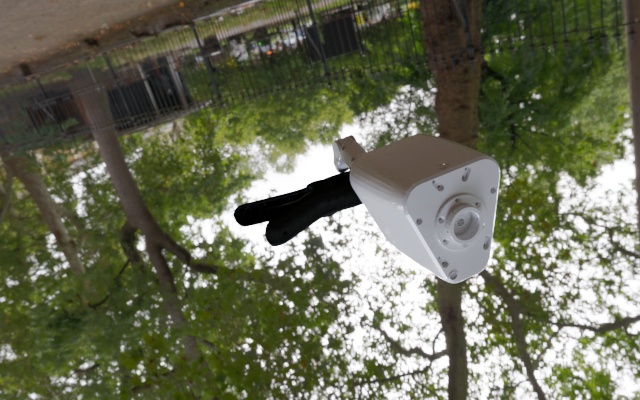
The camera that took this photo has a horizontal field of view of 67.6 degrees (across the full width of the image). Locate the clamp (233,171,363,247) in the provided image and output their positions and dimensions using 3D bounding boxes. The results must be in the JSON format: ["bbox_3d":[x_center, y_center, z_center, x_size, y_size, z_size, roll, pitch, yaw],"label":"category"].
[{"bbox_3d":[0.000,0.002,0.490,0.171,0.039,0.120,-21,22,-12],"label":"clamp"}]
